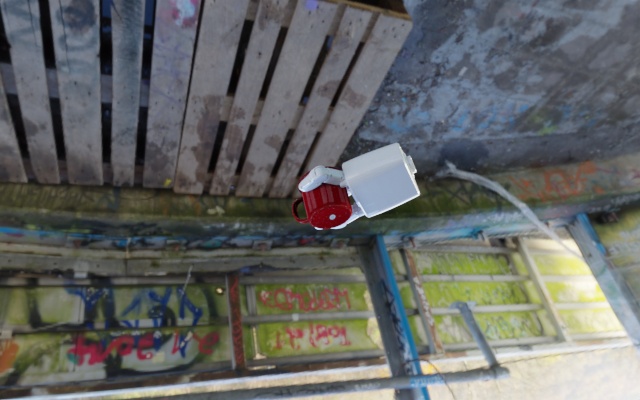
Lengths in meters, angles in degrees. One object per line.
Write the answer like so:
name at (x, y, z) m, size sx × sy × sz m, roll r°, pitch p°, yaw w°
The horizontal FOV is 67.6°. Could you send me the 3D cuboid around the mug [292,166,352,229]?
mug at (-0.001, 0.004, 0.873) m, size 0.117 × 0.081 × 0.093 m, roll -24°, pitch -35°, yaw 14°
